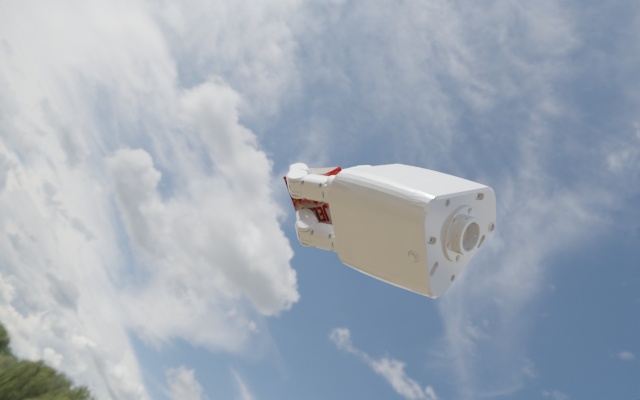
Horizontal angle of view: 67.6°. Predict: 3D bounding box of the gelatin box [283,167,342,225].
[{"bbox_3d":[0.000,0.002,0.537,0.030,0.073,0.089,-27,16,-29],"label":"gelatin box"}]
